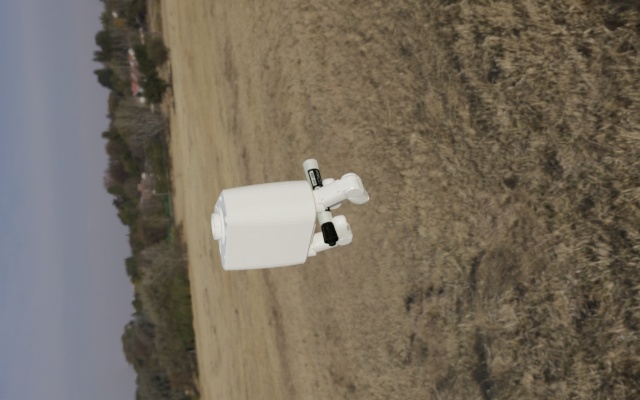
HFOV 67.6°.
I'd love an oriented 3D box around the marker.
[{"bbox_3d":[0.000,0.002,0.598,0.020,0.121,0.020,-12,-28,-7],"label":"marker"}]
